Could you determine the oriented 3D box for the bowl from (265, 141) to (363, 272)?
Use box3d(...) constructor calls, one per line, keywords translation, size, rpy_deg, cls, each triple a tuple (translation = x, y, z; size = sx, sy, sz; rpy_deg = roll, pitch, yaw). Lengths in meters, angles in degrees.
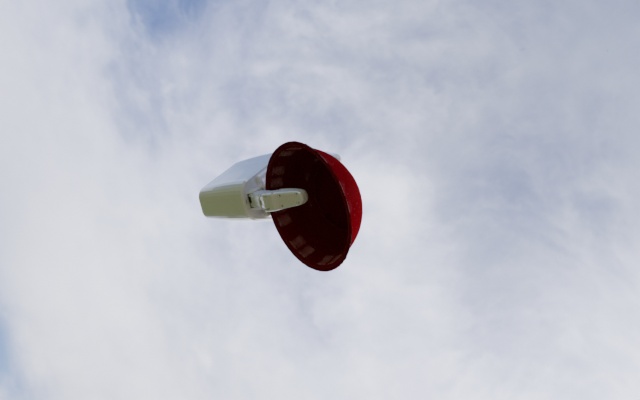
box3d(translation=(0.001, 0.002, 0.583), size=(0.055, 0.162, 0.162), rpy_deg=(-20, 12, -36), cls="bowl")
